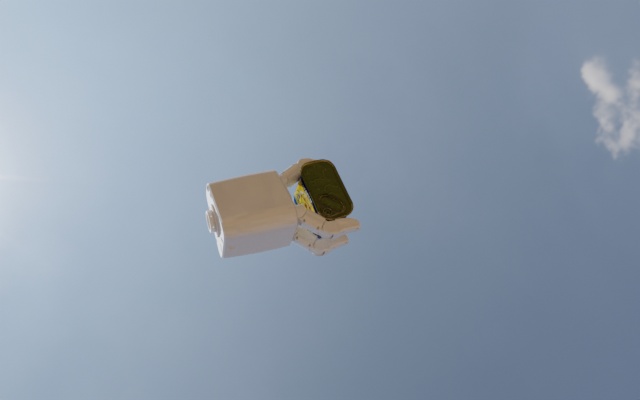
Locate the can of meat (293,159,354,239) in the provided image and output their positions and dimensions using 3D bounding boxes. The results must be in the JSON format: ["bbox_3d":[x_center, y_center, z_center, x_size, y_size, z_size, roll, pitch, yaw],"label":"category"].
[{"bbox_3d":[0.000,0.002,0.739,0.057,0.102,0.084,-15,-25,-23],"label":"can of meat"}]
